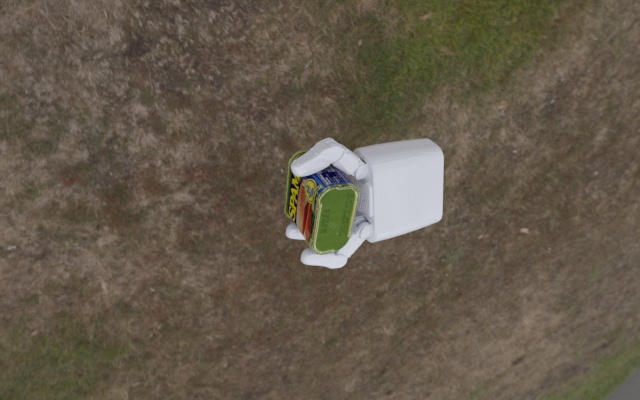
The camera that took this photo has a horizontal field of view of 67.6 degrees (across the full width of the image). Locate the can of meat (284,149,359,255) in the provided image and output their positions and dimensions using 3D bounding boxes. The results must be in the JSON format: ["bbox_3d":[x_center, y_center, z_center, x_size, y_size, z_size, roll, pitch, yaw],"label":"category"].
[{"bbox_3d":[0.000,0.002,0.575,0.057,0.102,0.084,-9,38,-25],"label":"can of meat"}]
